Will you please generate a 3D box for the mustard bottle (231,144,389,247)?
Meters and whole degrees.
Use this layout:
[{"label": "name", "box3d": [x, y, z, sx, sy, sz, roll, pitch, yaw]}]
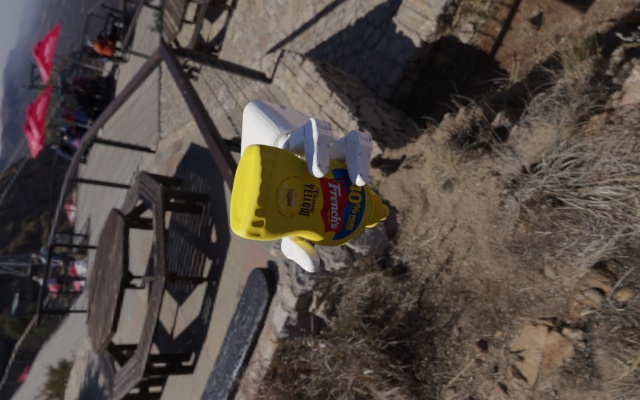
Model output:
[{"label": "mustard bottle", "box3d": [0.000, 0.002, 0.529, 0.191, 0.096, 0.058, 9, 0, -35]}]
